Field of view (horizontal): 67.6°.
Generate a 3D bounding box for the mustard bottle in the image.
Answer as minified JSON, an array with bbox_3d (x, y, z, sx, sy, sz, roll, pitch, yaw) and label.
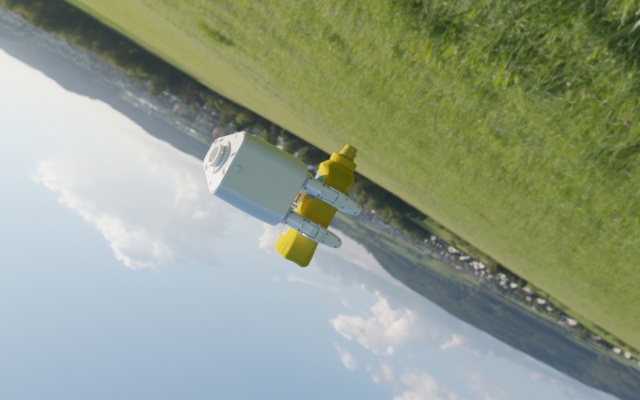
[{"bbox_3d":[0.000,0.003,0.719,0.058,0.191,0.096,29,0,-9],"label":"mustard bottle"}]
